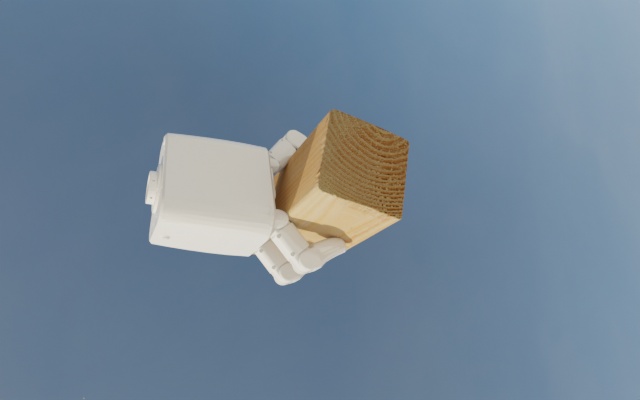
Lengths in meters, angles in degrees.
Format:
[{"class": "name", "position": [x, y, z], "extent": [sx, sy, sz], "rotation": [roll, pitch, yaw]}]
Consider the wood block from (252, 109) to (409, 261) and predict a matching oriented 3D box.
[{"class": "wood block", "position": [0.000, 0.001, 0.525], "extent": [0.090, 0.090, 0.206], "rotation": [19, -28, -19]}]
